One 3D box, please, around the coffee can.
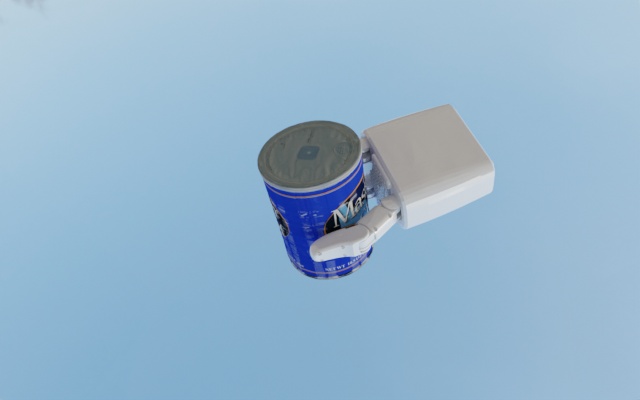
[{"bbox_3d":[0.000,0.002,0.509,0.103,0.140,0.102,-7,44,7],"label":"coffee can"}]
